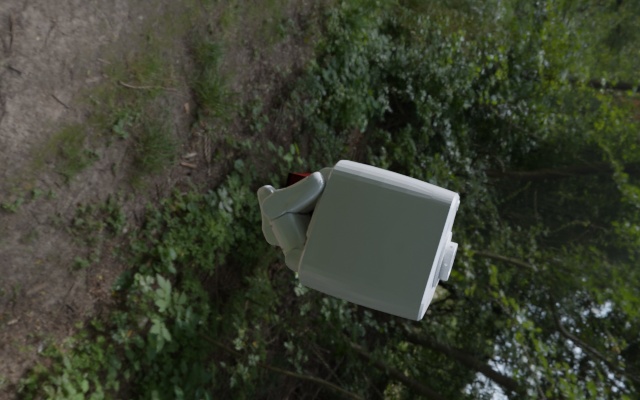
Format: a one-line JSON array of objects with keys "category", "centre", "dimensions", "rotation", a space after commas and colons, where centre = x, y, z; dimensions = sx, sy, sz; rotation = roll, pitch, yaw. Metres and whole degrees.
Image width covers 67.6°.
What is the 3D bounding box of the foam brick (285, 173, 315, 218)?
[{"category": "foam brick", "centre": [0.000, 0.001, 0.490], "dimensions": [0.051, 0.053, 0.078], "rotation": [15, 9, 19]}]
